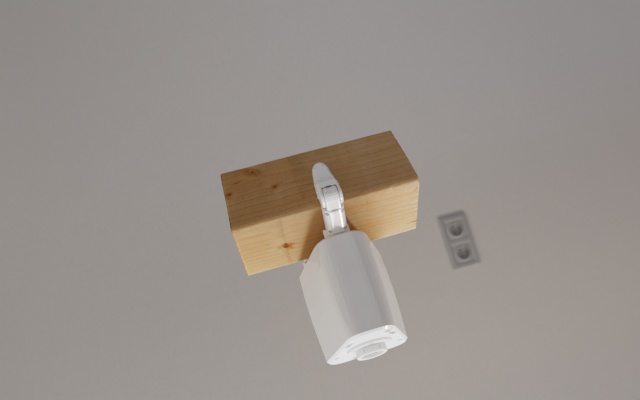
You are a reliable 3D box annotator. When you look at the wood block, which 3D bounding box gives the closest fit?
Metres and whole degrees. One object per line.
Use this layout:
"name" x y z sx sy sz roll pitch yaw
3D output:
"wood block" 0.000 0.002 0.557 0.206 0.090 0.091 -15 -42 -6
